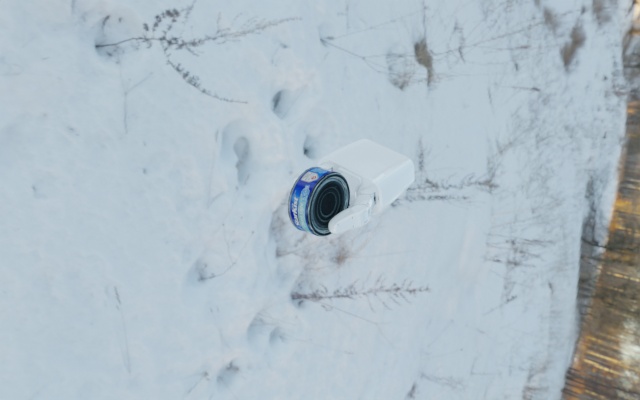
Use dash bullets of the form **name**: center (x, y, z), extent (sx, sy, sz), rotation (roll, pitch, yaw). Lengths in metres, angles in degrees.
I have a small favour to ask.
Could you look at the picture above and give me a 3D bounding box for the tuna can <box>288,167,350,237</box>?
- **tuna can**: center (0.000, 0.002, 0.608), extent (0.033, 0.086, 0.086), rotation (17, 11, 38)
